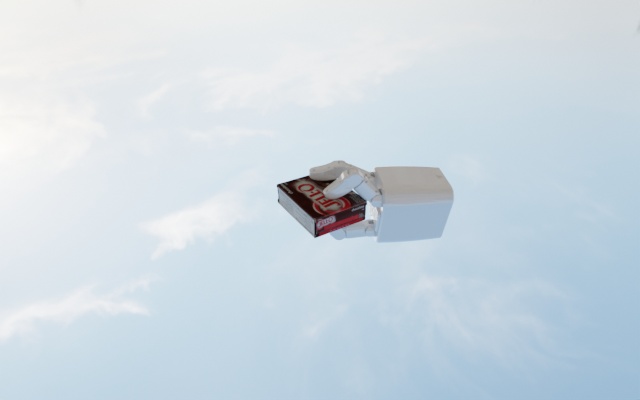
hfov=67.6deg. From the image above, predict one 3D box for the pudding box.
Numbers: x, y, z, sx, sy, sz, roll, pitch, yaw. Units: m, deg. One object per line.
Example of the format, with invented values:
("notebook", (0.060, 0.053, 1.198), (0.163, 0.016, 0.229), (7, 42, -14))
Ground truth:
("pudding box", (0.000, 0.002, 0.708), (0.090, 0.039, 0.113), (-17, 35, -29))
